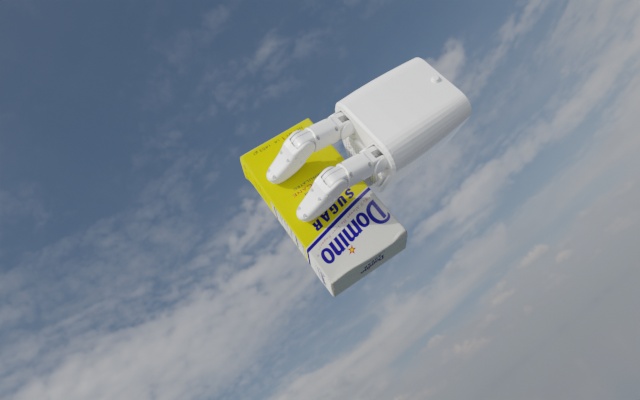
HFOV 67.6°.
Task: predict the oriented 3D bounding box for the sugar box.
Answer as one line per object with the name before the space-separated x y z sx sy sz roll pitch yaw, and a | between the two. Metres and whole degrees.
sugar box | 0.000 0.001 0.498 0.093 0.176 0.048 -33 -29 -13
